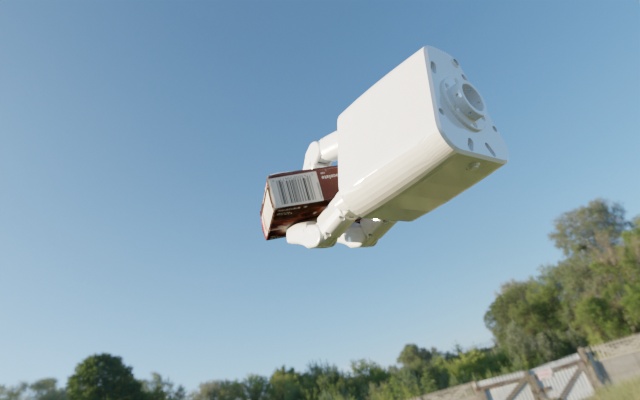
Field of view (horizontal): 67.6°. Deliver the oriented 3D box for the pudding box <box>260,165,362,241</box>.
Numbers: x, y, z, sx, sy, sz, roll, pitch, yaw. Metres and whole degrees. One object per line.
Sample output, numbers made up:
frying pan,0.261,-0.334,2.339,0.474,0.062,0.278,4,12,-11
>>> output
pudding box,0.000,0.001,0.474,0.113,0.039,0.090,-7,-22,-14
